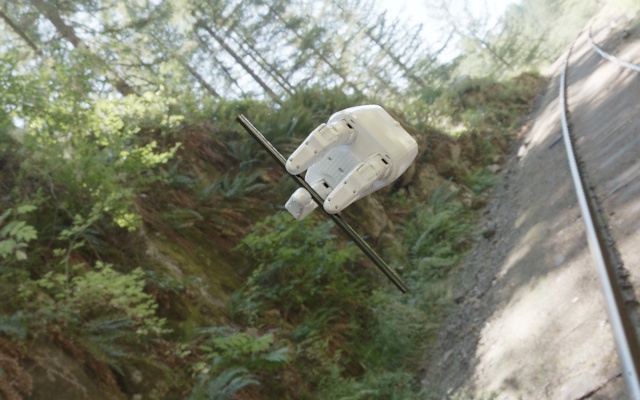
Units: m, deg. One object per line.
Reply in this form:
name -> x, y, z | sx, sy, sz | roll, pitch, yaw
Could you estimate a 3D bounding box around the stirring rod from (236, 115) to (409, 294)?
stirring rod -> 0.000, 0.002, 0.474 | 0.011, 0.239, 0.011 | -43, -6, -6
